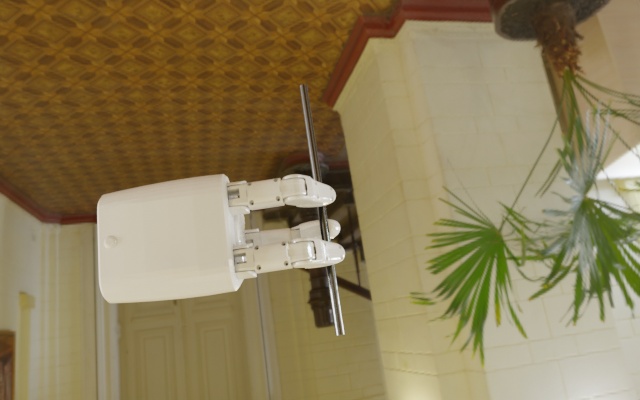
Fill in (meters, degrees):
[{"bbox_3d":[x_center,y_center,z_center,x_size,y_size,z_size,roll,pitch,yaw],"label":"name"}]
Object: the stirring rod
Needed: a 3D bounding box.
[{"bbox_3d":[0.000,0.001,0.444,0.011,0.239,0.011,-8,-15,-2],"label":"stirring rod"}]
